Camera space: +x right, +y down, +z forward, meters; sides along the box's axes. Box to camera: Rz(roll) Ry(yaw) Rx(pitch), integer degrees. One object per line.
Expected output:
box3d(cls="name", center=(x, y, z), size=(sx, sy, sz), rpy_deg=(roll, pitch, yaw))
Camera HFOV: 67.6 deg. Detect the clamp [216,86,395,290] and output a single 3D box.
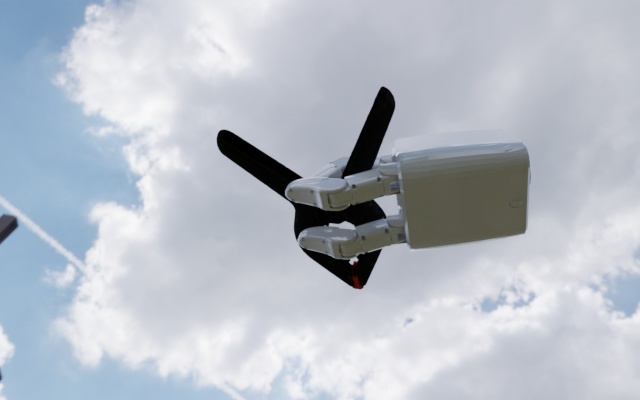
box3d(cls="clamp", center=(0.001, 0.002, 0.465), size=(0.164, 0.210, 0.036), rpy_deg=(-5, 32, 12))
